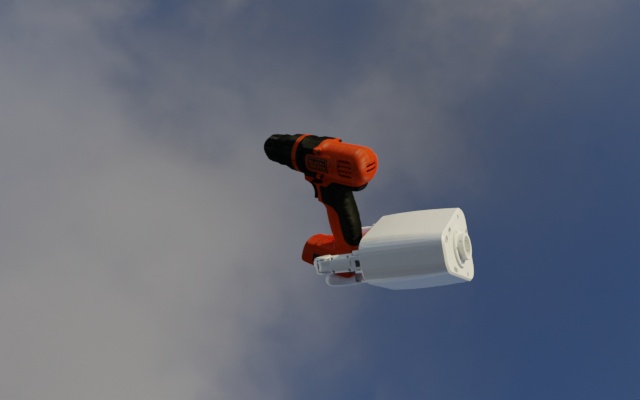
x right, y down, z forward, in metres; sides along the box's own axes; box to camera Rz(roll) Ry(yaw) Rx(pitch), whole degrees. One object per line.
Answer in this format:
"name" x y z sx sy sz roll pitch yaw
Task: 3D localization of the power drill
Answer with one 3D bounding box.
"power drill" 0.000 0.003 0.652 0.184 0.188 0.057 17 36 42
